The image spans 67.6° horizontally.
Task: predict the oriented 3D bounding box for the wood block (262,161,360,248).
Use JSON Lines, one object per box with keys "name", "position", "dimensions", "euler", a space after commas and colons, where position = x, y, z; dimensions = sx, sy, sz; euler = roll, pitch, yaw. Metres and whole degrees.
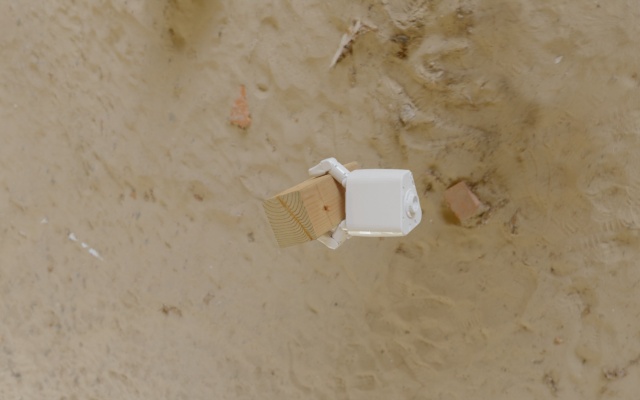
{"name": "wood block", "position": [0.000, 0.003, 0.893], "dimensions": [0.090, 0.091, 0.206], "euler": [-17, 8, 37]}
